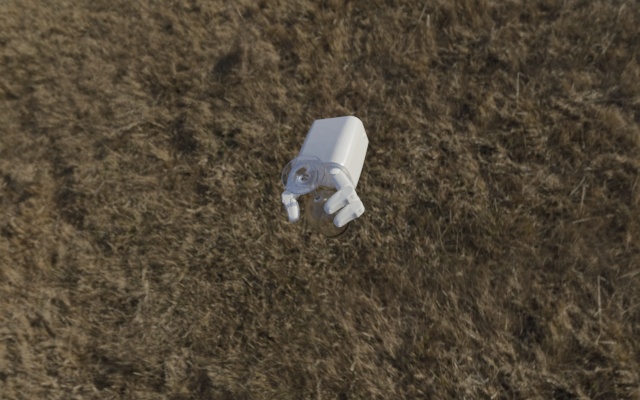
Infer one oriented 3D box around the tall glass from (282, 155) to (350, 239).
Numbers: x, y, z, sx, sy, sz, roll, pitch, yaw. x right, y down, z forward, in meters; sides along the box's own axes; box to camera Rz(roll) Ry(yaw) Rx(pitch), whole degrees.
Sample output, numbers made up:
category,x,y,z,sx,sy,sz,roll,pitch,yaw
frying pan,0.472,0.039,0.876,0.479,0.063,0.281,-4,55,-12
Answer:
category,x,y,z,sx,sy,sz,roll,pitch,yaw
tall glass,0.000,0.003,0.854,0.079,0.079,0.201,0,-28,19
